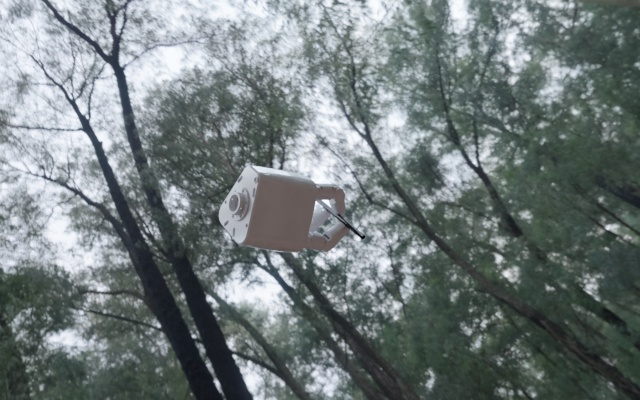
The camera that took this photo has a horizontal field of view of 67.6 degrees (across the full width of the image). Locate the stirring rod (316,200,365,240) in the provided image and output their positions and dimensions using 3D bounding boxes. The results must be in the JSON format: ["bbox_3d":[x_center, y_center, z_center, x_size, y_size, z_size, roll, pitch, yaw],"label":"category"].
[{"bbox_3d":[0.000,0.003,0.817,0.011,0.011,0.239,0,27,-38],"label":"stirring rod"}]
